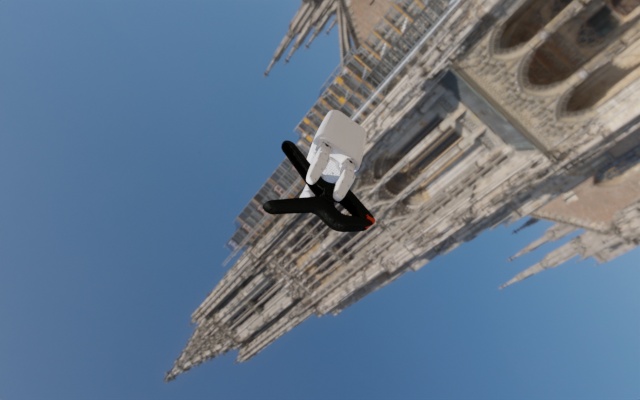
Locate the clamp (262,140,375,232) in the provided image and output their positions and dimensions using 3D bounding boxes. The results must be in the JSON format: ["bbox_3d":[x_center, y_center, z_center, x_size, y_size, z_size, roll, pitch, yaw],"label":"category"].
[{"bbox_3d":[0.000,0.003,0.819,0.210,0.164,0.036,34,-46,-13],"label":"clamp"}]
